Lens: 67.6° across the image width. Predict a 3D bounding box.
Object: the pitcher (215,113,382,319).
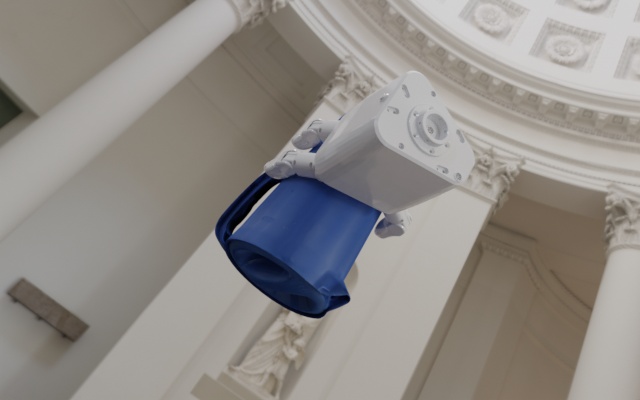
[{"bbox_3d":[0.000,0.002,0.570,0.149,0.242,0.145,43,-29,-12],"label":"pitcher"}]
